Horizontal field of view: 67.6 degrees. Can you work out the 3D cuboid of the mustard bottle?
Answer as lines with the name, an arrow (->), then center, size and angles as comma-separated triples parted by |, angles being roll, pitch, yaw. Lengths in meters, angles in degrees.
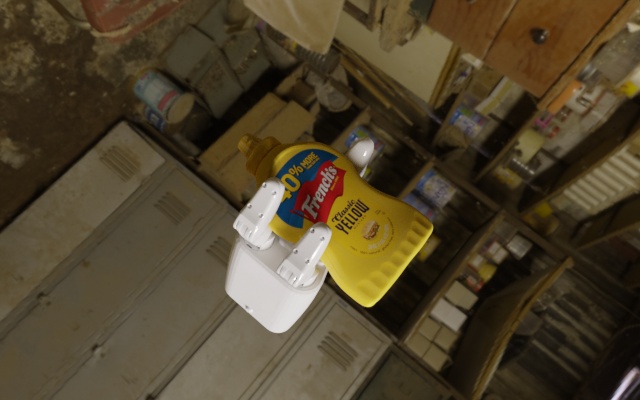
mustard bottle -> 0.000, 0.001, 0.439 | 0.191, 0.096, 0.058 | 39, -16, 11
